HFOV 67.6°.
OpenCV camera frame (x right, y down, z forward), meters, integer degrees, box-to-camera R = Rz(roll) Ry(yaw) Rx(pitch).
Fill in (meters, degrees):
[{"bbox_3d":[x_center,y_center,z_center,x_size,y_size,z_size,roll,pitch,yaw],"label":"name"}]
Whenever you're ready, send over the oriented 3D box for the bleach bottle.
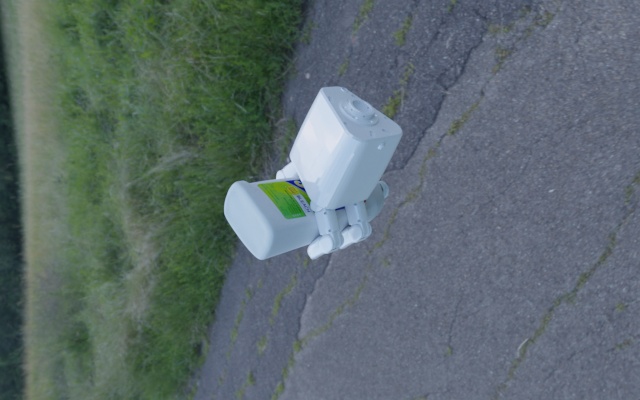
[{"bbox_3d":[0.000,0.002,0.662,0.251,0.068,0.102,-16,55,-42],"label":"bleach bottle"}]
